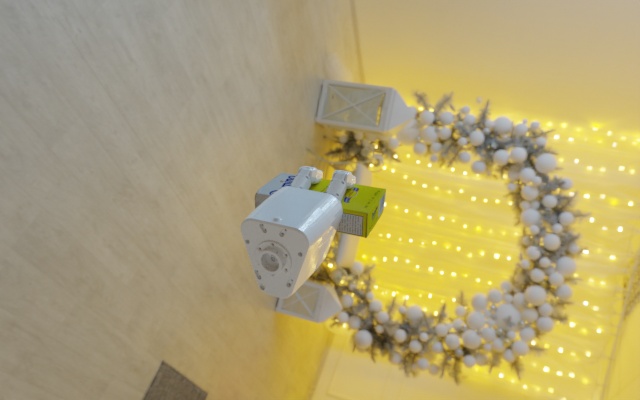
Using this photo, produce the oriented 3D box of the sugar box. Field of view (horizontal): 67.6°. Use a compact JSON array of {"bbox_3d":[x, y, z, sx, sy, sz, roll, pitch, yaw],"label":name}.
[{"bbox_3d":[0.000,0.002,0.711,0.176,0.048,0.093,12,27,19],"label":"sugar box"}]
